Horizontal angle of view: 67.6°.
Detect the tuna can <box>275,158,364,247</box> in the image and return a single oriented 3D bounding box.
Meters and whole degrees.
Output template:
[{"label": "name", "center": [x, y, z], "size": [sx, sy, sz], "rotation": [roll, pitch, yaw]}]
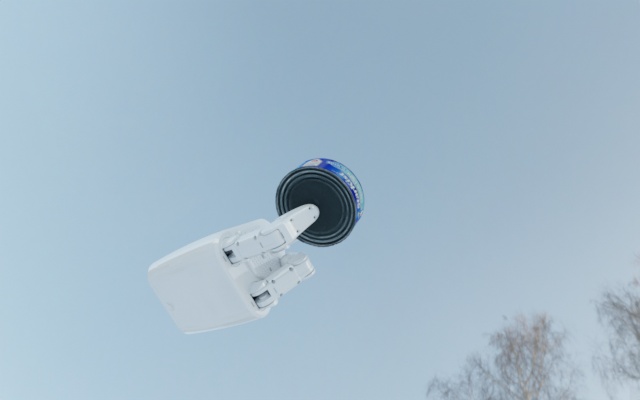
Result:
[{"label": "tuna can", "center": [0.000, 0.001, 0.481], "size": [0.086, 0.086, 0.033], "rotation": [0, 22, 23]}]
